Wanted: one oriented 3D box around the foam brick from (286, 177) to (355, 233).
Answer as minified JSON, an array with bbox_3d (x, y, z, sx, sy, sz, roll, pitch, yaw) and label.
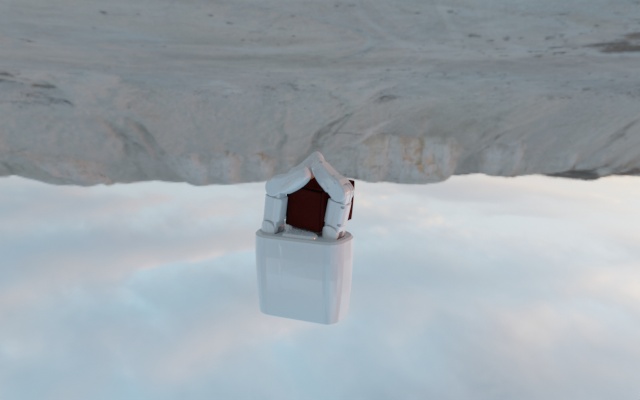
[{"bbox_3d":[0.000,0.002,0.591,0.053,0.051,0.078,11,17,33],"label":"foam brick"}]
